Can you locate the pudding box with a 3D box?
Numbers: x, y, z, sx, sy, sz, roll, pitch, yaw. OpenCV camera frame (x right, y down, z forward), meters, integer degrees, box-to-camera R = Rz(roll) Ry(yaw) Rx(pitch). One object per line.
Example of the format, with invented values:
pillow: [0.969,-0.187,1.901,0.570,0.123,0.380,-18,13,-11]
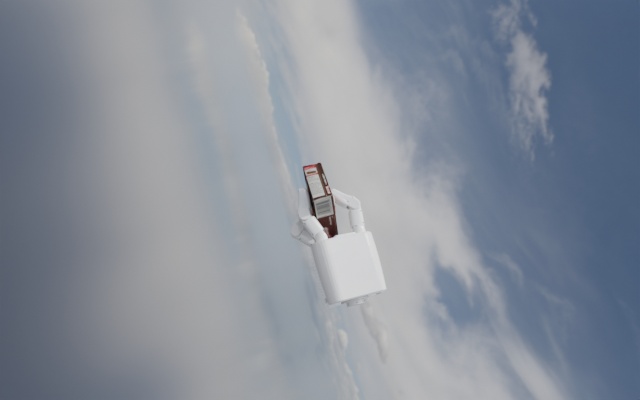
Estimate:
pudding box: [0.000,0.003,0.860,0.039,0.090,0.114,-14,-43,-6]
